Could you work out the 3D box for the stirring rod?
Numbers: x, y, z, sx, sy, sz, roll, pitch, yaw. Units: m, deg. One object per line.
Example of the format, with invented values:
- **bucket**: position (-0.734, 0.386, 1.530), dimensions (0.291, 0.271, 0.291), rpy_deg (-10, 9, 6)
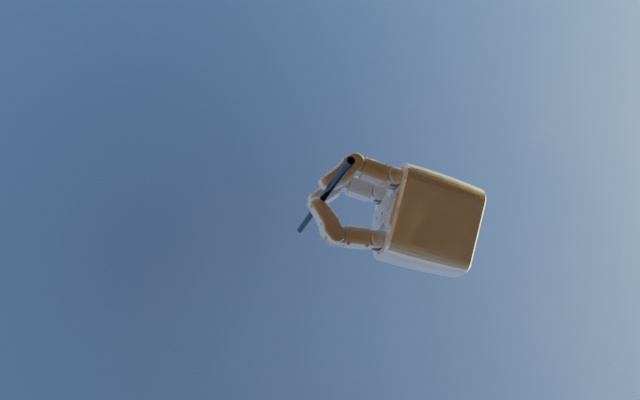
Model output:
- **stirring rod**: position (0.000, 0.002, 0.561), dimensions (0.011, 0.011, 0.240), rpy_deg (0, -19, -15)
